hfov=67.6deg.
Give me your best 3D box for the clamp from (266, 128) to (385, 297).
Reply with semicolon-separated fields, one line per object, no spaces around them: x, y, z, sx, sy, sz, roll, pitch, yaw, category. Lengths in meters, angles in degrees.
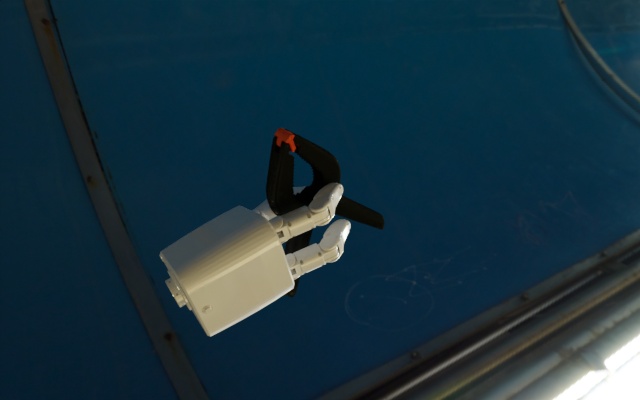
-0.001;0.001;0.567;0.164;0.210;0.036;-30;38;-21;clamp
